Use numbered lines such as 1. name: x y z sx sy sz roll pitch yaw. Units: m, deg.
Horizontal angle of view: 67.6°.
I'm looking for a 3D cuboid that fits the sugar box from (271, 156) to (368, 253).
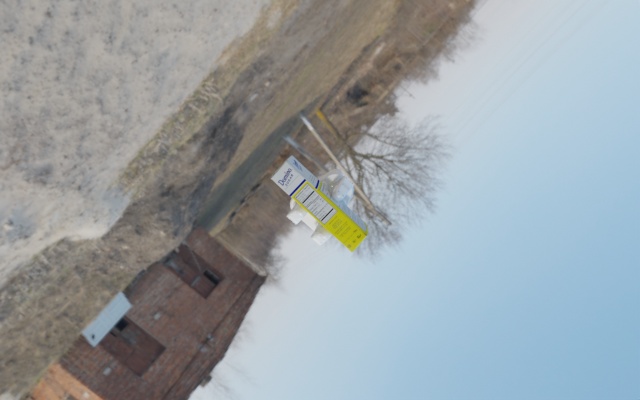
1. sugar box: 0.000 0.003 0.785 0.176 0.048 0.093 40 9 -5
